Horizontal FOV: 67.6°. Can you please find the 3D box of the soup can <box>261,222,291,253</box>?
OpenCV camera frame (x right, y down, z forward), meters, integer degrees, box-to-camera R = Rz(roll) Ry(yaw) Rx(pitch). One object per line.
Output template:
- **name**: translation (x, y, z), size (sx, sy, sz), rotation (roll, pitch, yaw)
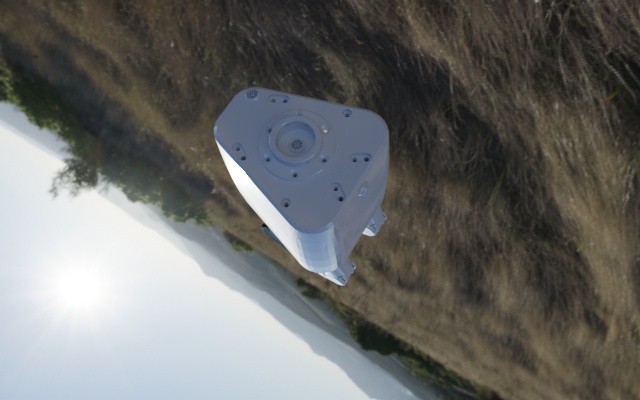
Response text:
- **soup can**: translation (0.000, 0.002, 0.446), size (0.068, 0.102, 0.068), rotation (31, -15, 9)
